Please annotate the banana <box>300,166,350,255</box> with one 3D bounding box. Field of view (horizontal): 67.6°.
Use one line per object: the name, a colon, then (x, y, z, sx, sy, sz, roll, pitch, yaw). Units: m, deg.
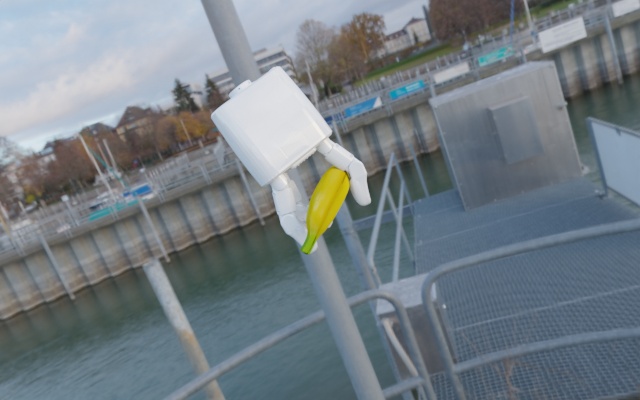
banana: (0.010, -0.010, 0.608, 0.037, 0.070, 0.197, 36, 27, -4)
